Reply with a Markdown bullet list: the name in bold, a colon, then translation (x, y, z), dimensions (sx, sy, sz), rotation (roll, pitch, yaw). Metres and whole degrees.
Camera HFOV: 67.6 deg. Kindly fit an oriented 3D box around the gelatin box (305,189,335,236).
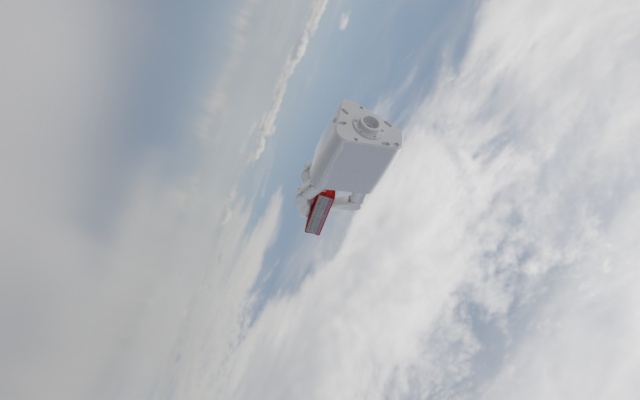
- **gelatin box**: translation (0.000, 0.003, 0.813), dimensions (0.030, 0.089, 0.073), rotation (16, 36, -6)
